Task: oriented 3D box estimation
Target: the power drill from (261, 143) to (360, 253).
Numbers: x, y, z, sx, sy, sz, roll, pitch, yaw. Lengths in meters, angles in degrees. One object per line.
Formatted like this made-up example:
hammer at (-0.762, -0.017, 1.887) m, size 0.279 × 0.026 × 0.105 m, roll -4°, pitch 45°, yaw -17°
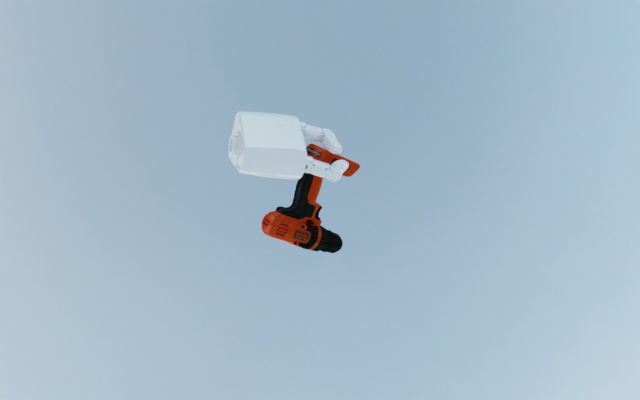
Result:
power drill at (0.000, 0.002, 0.882) m, size 0.184 × 0.187 × 0.057 m, roll 20°, pitch 6°, yaw -40°
